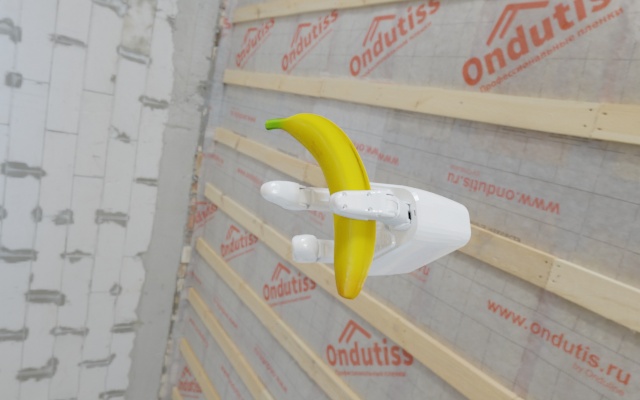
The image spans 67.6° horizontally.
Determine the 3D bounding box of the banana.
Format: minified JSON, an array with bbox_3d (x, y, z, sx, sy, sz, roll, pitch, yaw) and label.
[{"bbox_3d":[0.013,-0.011,0.436,0.070,0.197,0.037,-35,-27,23],"label":"banana"}]
